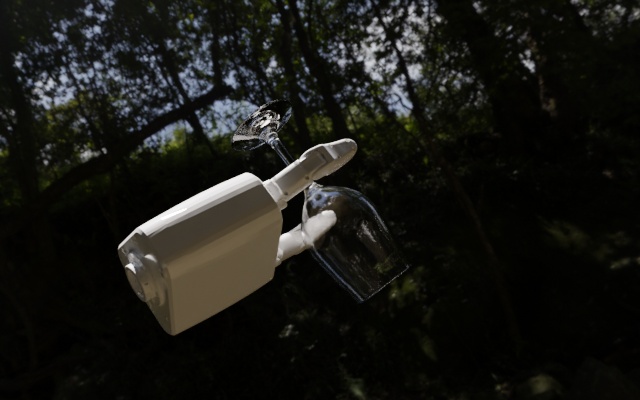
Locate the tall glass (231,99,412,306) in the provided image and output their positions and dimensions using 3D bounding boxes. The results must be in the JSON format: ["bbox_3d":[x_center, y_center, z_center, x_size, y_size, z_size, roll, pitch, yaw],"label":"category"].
[{"bbox_3d":[0.000,0.001,0.459,0.079,0.201,0.079,-36,-12,-9],"label":"tall glass"}]
